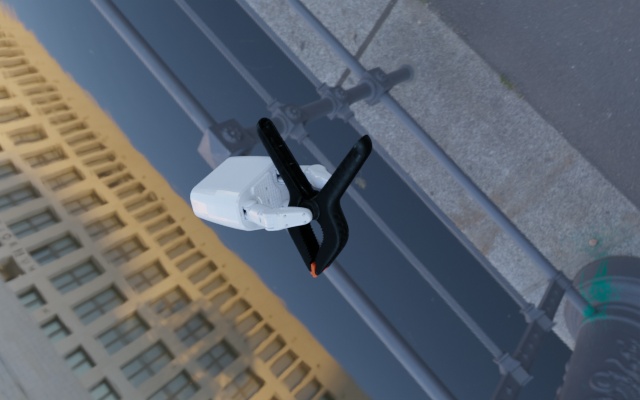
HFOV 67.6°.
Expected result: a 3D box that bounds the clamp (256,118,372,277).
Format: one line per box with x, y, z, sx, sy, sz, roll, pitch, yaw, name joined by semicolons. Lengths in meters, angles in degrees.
-0.001;0.003;0.590;0.164;0.210;0.036;9;27;39;clamp
